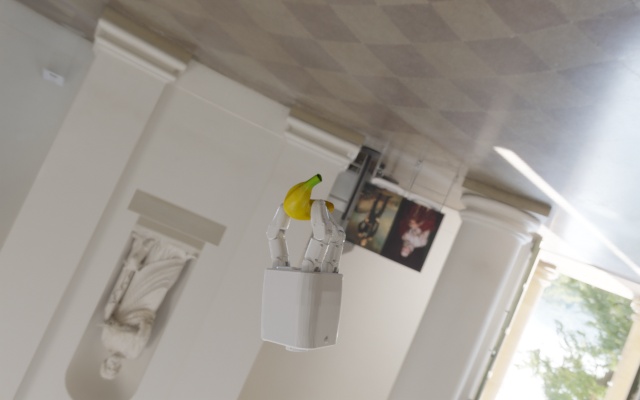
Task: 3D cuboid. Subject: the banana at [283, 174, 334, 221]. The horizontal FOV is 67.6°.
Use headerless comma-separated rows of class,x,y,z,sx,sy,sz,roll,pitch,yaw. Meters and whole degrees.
banana,-0.018,0.007,0.727,0.069,0.037,0.198,-16,-12,3
